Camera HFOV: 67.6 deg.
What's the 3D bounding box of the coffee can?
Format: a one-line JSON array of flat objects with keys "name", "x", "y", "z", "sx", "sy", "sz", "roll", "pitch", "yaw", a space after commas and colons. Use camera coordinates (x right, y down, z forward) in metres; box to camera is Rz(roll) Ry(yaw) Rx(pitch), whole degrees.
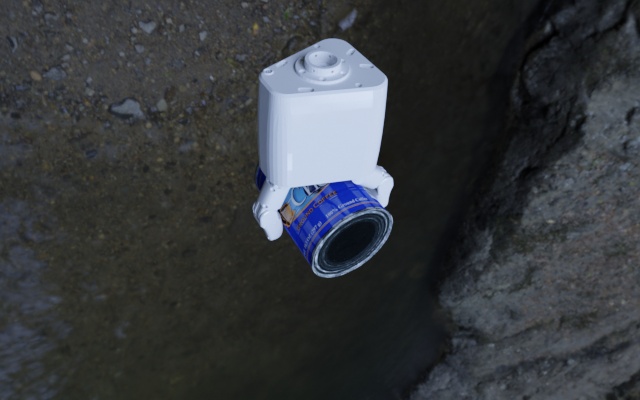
[{"name": "coffee can", "x": 0.000, "y": 0.002, "z": 0.546, "sx": 0.103, "sy": 0.103, "sz": 0.140, "roll": 0, "pitch": 41, "yaw": -42}]
